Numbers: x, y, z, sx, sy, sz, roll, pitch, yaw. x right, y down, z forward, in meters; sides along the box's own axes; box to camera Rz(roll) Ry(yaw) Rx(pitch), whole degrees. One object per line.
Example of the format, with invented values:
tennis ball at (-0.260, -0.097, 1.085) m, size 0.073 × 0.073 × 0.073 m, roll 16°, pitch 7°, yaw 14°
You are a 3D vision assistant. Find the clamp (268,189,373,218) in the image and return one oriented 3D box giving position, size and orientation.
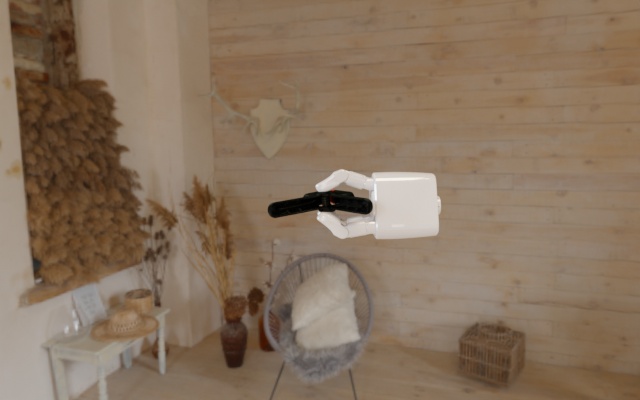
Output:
clamp at (0.000, 0.002, 0.827) m, size 0.164 × 0.036 × 0.210 m, roll -2°, pitch 6°, yaw 1°
